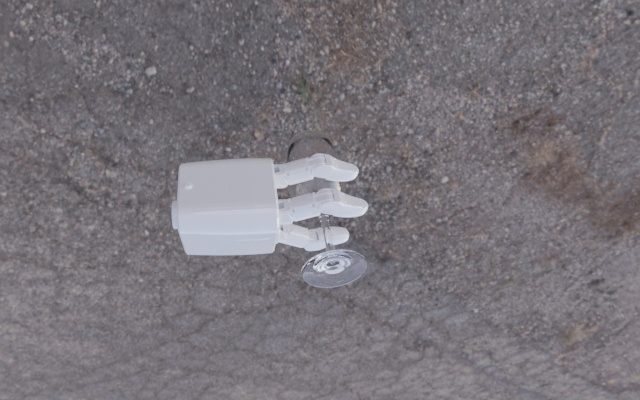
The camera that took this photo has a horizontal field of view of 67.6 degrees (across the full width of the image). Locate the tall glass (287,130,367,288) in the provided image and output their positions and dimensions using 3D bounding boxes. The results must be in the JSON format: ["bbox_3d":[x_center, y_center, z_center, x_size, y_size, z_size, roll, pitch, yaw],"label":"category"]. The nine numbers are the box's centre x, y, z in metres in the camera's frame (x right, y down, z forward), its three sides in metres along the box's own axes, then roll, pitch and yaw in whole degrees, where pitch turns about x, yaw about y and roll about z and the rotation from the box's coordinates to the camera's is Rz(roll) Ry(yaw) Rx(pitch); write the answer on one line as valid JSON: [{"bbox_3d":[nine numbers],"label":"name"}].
[{"bbox_3d":[0.000,0.002,0.591,0.079,0.200,0.079,-6,-40,-5],"label":"tall glass"}]
